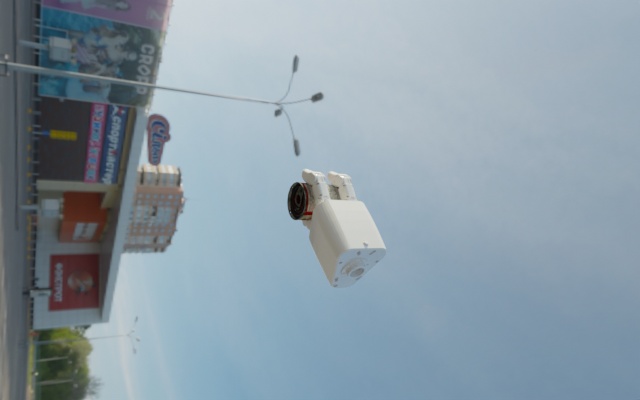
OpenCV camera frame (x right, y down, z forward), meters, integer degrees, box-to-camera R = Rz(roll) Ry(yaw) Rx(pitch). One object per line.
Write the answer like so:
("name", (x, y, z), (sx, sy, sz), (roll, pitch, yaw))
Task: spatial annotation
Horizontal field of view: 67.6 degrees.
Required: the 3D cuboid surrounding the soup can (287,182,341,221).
("soup can", (0.000, 0.003, 0.867), (0.102, 0.068, 0.068), (2, -1, -31))
